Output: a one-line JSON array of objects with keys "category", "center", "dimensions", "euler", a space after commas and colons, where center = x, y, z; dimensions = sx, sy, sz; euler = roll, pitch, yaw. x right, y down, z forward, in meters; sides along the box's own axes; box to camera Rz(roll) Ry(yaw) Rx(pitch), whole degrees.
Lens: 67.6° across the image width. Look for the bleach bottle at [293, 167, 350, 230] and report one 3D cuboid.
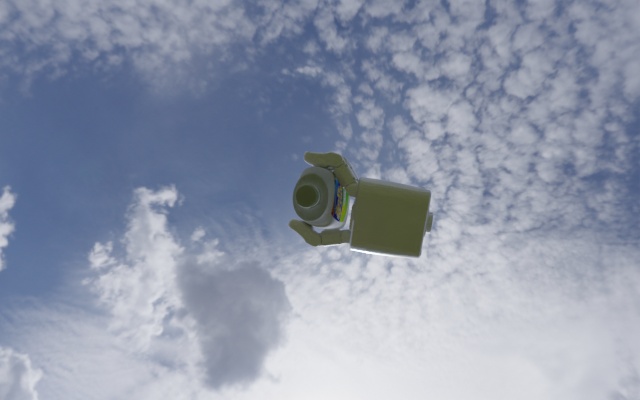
[{"category": "bleach bottle", "center": [0.000, 0.002, 0.735], "dimensions": [0.068, 0.102, 0.251], "euler": [9, 2, 9]}]
